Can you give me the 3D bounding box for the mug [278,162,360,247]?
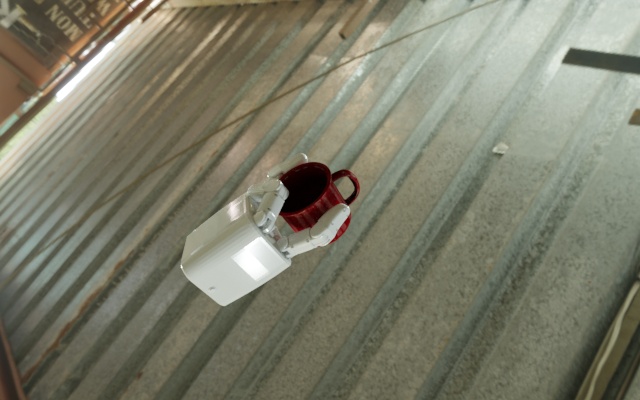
[{"bbox_3d":[0.001,0.001,0.646,0.117,0.081,0.093,-33,39,3],"label":"mug"}]
